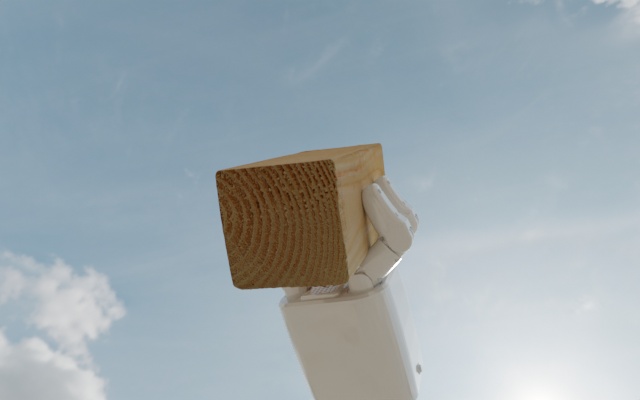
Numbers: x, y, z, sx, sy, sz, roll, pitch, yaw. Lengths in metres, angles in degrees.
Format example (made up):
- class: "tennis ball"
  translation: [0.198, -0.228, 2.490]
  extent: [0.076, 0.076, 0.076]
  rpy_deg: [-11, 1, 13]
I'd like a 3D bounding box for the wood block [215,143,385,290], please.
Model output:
- class: "wood block"
  translation: [0.000, 0.002, 0.428]
  extent: [0.091, 0.090, 0.206]
  rpy_deg: [-5, 8, 17]
